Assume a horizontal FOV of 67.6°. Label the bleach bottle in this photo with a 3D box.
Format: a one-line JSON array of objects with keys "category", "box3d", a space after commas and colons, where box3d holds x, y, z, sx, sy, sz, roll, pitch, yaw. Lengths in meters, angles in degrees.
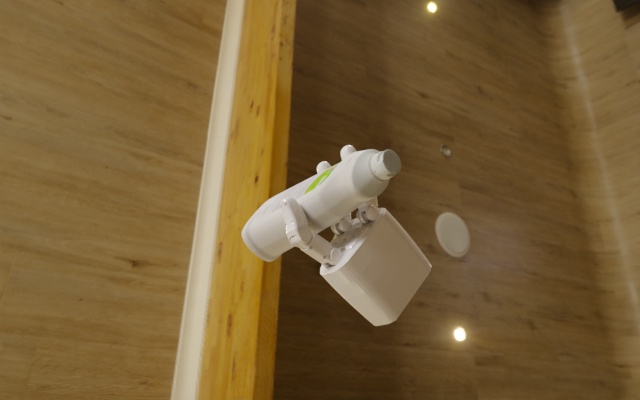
[{"category": "bleach bottle", "box3d": [0.000, 0.002, 0.607, 0.251, 0.068, 0.102, -28, 21, 48]}]
